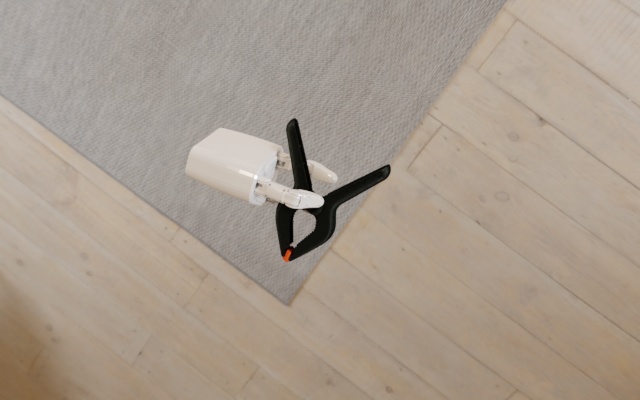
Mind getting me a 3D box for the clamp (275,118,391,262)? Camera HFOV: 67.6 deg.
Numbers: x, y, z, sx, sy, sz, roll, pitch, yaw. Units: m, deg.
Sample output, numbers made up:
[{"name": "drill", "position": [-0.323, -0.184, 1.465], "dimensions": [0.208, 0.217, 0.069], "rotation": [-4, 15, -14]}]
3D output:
[{"name": "clamp", "position": [0.000, 0.003, 0.710], "dimensions": [0.164, 0.210, 0.036], "rotation": [21, 15, 9]}]
